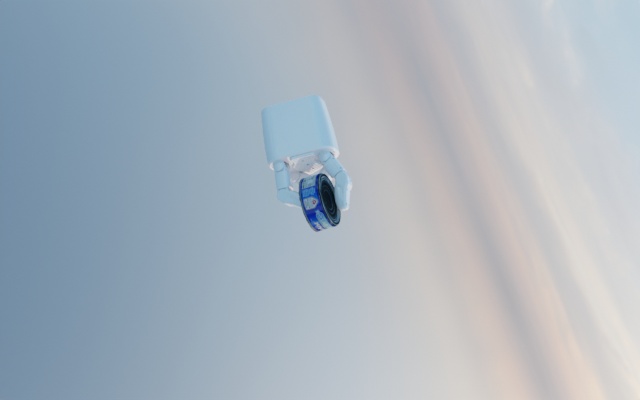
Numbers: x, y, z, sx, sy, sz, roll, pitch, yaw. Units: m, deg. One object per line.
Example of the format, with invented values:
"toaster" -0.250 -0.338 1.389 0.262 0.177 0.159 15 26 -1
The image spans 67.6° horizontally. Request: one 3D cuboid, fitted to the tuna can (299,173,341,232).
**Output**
"tuna can" 0.001 0.002 0.727 0.034 0.086 0.086 -17 -5 18
